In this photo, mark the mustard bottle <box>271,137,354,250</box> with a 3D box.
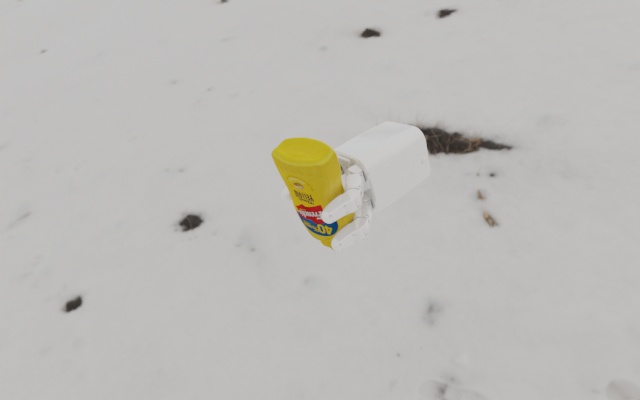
[{"bbox_3d":[0.000,0.002,0.685,0.096,0.192,0.058,16,52,35],"label":"mustard bottle"}]
